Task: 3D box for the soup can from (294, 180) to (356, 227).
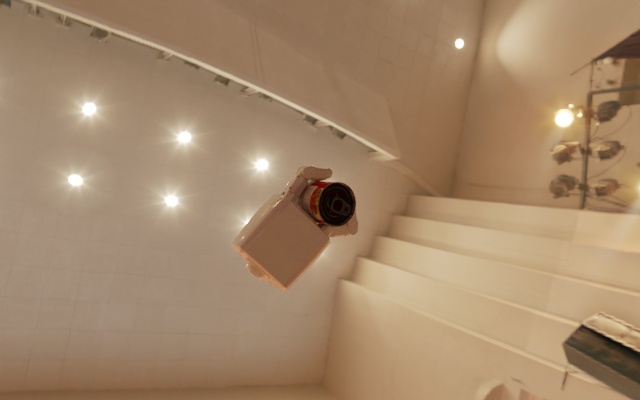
[{"bbox_3d":[0.000,0.002,0.762,0.068,0.068,0.102,0,4,-31],"label":"soup can"}]
